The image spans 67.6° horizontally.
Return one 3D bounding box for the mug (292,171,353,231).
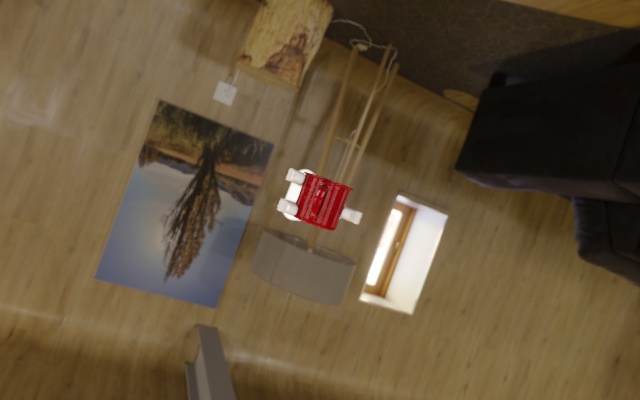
[{"bbox_3d":[0.000,0.003,0.821,0.093,0.081,0.117,20,1,2],"label":"mug"}]
